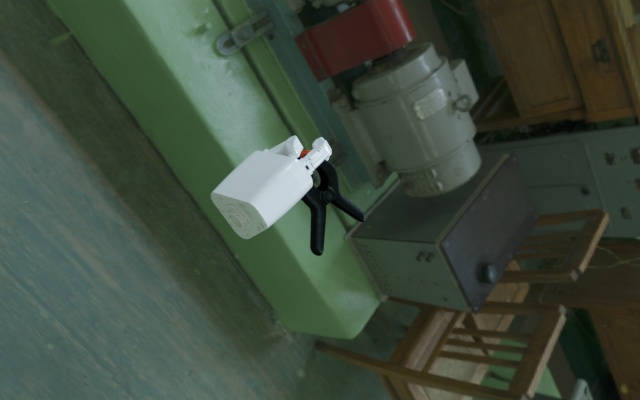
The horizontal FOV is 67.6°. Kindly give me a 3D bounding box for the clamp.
[{"bbox_3d":[0.001,0.002,0.779,0.039,0.171,0.120,-3,37,50],"label":"clamp"}]
